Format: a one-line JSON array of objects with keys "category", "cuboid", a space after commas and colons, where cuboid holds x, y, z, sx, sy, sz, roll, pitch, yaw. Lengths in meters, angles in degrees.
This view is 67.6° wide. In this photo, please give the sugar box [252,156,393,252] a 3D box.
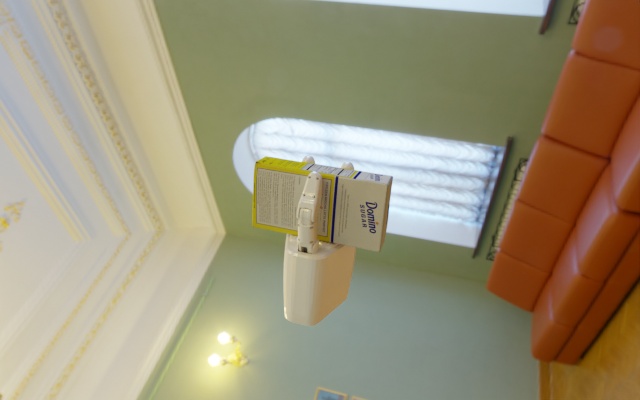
[{"category": "sugar box", "cuboid": [0.000, 0.002, 0.618, 0.176, 0.093, 0.048, 10, 22, 13]}]
